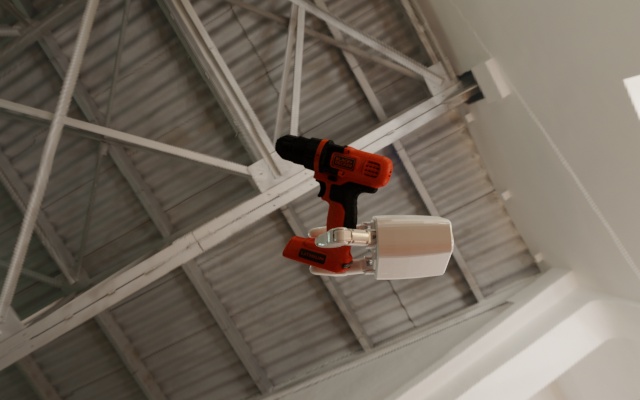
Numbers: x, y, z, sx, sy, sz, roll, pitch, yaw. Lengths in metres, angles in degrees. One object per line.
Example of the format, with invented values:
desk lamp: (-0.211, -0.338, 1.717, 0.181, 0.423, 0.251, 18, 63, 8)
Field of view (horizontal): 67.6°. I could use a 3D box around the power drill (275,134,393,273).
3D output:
power drill: (0.000, 0.003, 0.721, 0.184, 0.187, 0.057, 16, 8, 18)
